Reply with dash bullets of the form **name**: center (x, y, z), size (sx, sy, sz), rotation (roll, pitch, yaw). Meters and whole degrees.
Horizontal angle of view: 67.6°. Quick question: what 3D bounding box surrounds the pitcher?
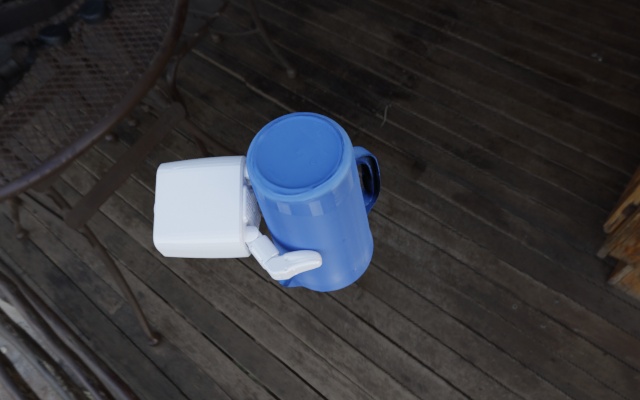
- **pitcher**: center (0.000, 0.002, 0.572), size (0.145, 0.149, 0.243), rotation (-2, -28, 7)
